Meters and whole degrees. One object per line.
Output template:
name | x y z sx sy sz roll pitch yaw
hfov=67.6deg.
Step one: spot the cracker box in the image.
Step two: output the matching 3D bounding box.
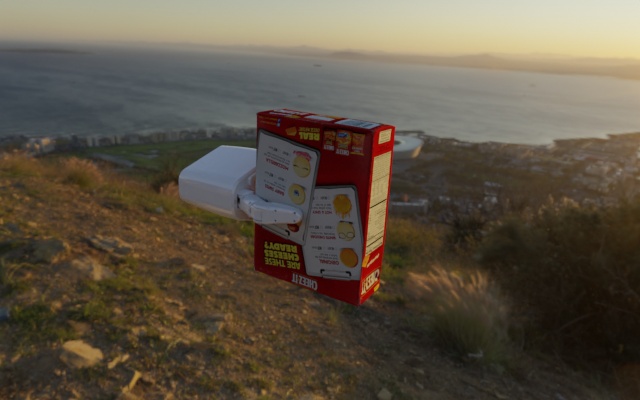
cracker box | 0.000 0.002 0.598 0.164 0.214 0.072 14 21 30
